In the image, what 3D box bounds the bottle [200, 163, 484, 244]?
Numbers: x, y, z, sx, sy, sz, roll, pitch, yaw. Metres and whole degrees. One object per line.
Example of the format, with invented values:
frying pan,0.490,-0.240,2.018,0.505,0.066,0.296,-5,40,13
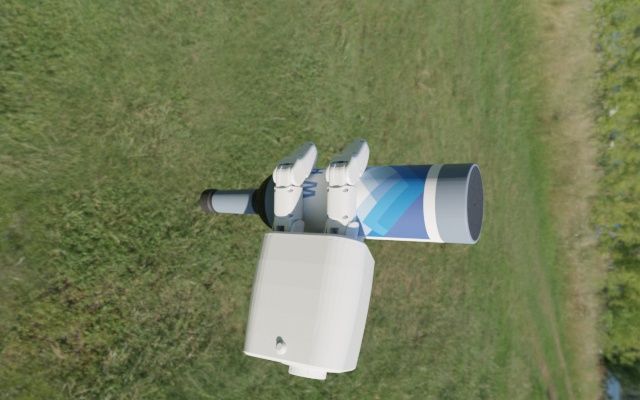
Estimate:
bottle,0.000,0.001,0.466,0.295,0.069,0.069,0,0,30
